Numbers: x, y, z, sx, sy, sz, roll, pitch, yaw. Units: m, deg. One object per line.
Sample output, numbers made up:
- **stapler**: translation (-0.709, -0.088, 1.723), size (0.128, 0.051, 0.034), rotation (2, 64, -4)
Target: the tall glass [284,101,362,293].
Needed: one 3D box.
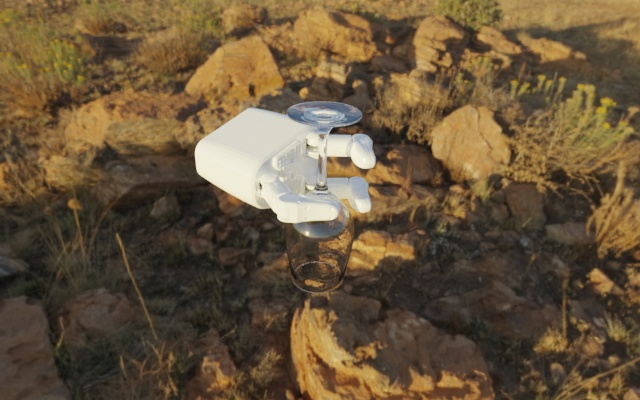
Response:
- **tall glass**: translation (0.000, 0.001, 0.512), size (0.079, 0.201, 0.079), rotation (2, 28, -1)
